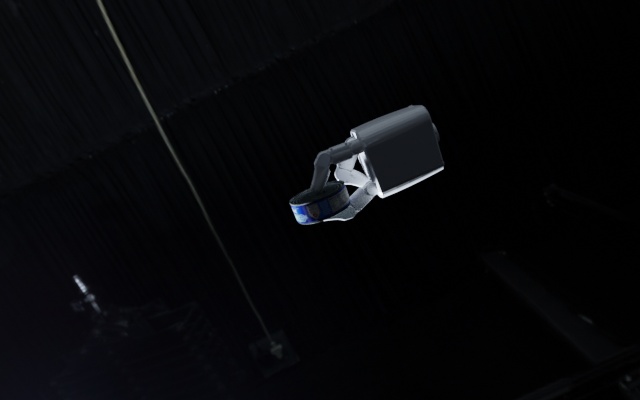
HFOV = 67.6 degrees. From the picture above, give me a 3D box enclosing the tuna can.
[{"bbox_3d":[0.000,0.003,0.700,0.086,0.034,0.086,-20,14,5],"label":"tuna can"}]
